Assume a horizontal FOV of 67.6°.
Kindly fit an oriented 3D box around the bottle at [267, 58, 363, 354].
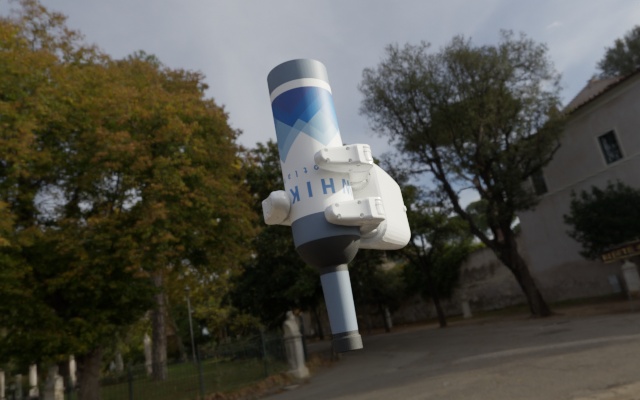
[{"bbox_3d":[0.000,0.001,0.485,0.069,0.295,0.069,-10,-16,-3],"label":"bottle"}]
